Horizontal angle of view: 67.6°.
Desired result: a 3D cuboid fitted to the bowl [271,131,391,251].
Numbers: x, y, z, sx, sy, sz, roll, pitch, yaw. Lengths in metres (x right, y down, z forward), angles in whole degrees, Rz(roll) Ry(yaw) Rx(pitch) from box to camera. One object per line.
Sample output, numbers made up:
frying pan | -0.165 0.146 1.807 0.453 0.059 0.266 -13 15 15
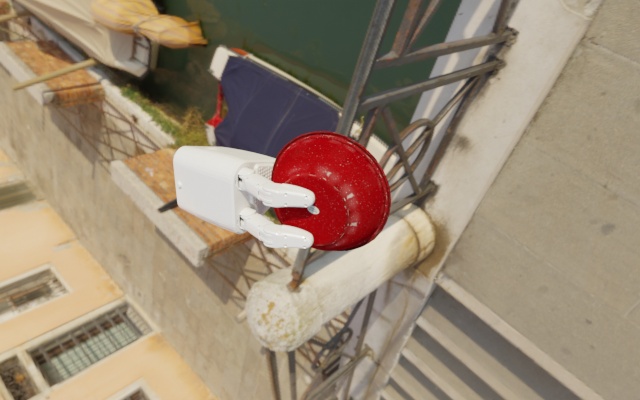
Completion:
bowl | 0.001 0.002 0.575 0.162 0.162 0.055 0 23 25
